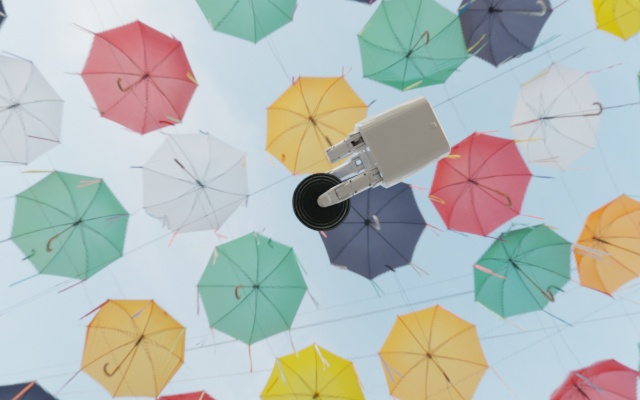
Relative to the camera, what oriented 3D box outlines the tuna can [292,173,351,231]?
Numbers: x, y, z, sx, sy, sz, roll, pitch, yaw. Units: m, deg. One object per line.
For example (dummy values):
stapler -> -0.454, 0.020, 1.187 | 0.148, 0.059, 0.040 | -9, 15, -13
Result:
tuna can -> 0.000, 0.002, 0.708 | 0.086, 0.086, 0.034 | 0, 0, -8
